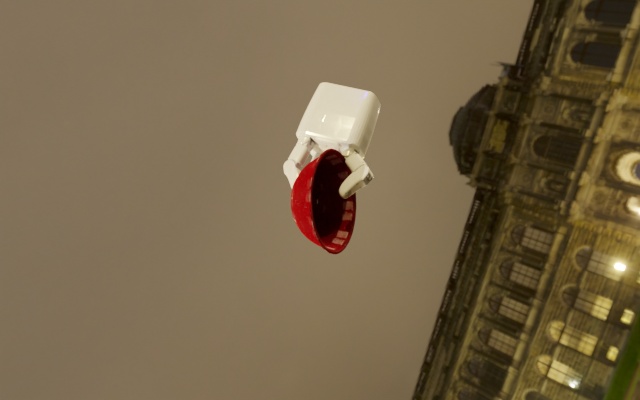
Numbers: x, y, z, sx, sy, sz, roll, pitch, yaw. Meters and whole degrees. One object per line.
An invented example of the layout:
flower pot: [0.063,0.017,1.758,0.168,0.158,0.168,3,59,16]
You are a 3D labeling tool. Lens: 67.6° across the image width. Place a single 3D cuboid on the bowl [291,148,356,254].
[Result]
bowl: [-0.001,0.003,0.740,0.055,0.162,0.162,-2,-1,27]
